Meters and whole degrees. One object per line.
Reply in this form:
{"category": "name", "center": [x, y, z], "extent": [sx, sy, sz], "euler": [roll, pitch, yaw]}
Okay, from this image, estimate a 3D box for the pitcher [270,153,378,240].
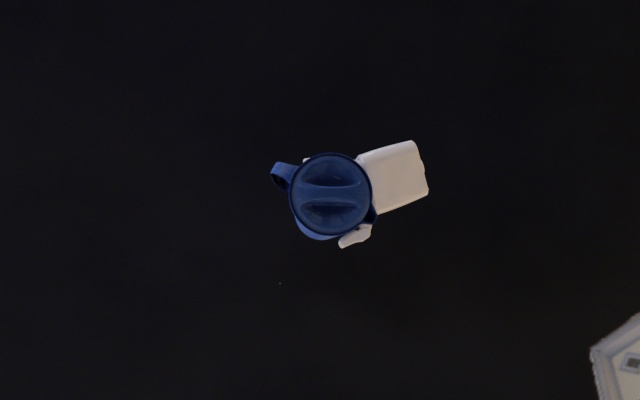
{"category": "pitcher", "center": [0.000, 0.003, 0.859], "extent": [0.145, 0.149, 0.243], "euler": [-18, -8, -7]}
